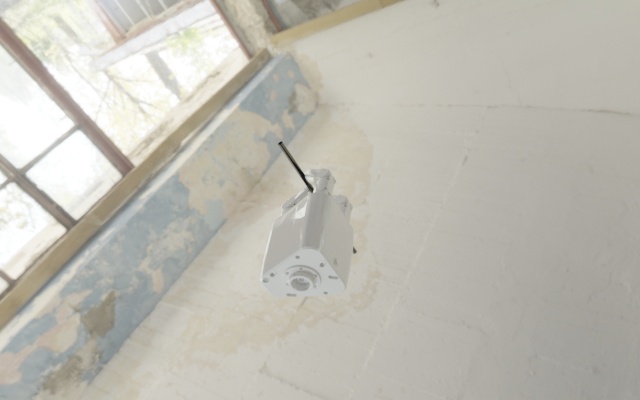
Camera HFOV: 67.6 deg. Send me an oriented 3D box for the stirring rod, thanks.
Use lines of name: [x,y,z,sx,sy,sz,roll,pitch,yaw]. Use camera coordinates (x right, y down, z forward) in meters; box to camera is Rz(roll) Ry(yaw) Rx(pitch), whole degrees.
stirring rod: [0.000,0.002,0.752,0.011,0.240,0.011,-24,32,16]
